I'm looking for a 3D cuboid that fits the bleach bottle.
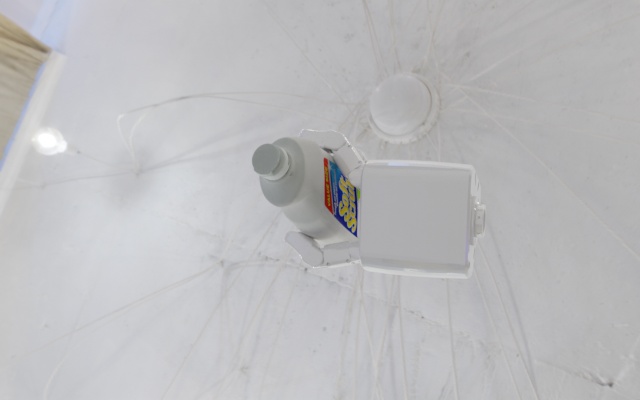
[{"bbox_3d":[0.000,0.002,0.528,0.068,0.102,0.251,1,-13,24],"label":"bleach bottle"}]
